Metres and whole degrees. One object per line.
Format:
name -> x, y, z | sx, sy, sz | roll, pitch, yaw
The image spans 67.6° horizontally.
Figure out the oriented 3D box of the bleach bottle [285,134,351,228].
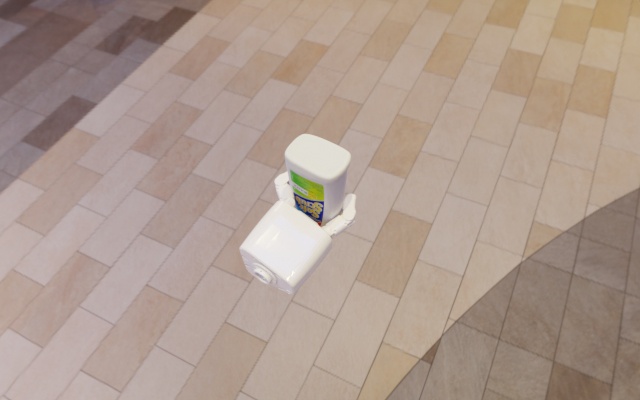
bleach bottle -> 0.000, 0.003, 0.818 | 0.102, 0.068, 0.251 | 28, -30, 22
